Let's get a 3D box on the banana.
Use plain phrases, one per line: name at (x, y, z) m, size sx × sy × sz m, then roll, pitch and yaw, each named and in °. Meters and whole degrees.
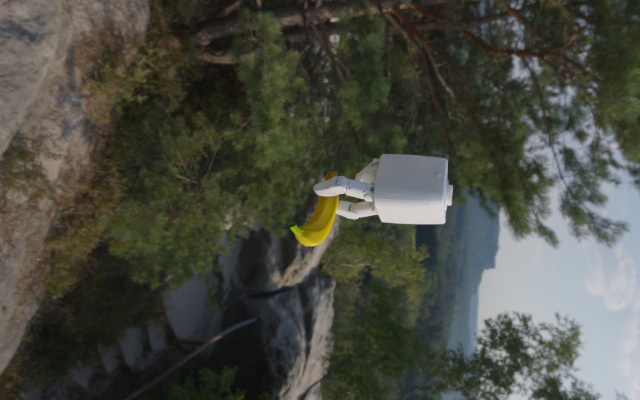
banana at (0.001, 0.021, 0.785) m, size 0.037 × 0.070 × 0.197 m, roll 4°, pitch 28°, yaw 17°
